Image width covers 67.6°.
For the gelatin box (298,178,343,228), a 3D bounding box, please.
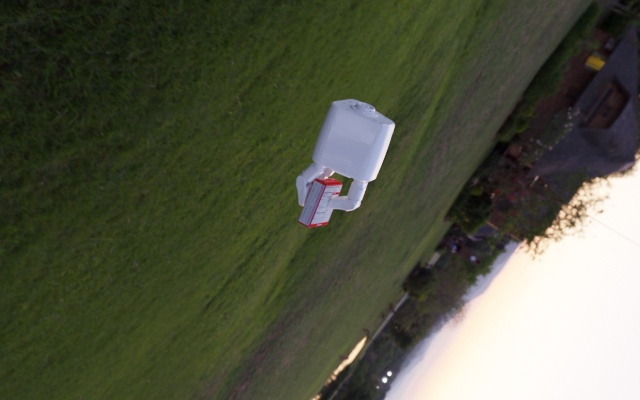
[{"bbox_3d":[0.000,0.003,0.881,0.030,0.089,0.073,27,14,23],"label":"gelatin box"}]
